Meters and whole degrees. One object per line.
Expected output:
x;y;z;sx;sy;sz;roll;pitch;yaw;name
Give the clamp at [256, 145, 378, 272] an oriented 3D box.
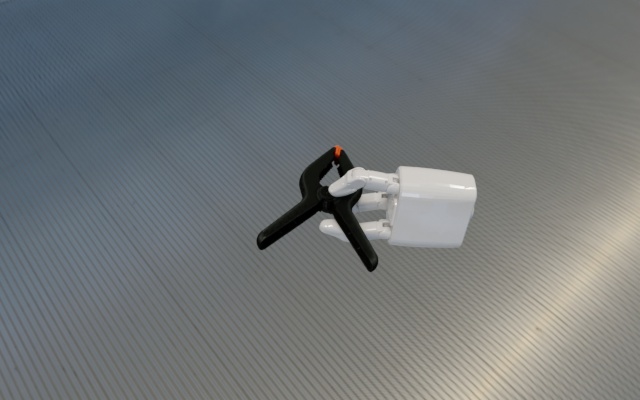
0.000;0.001;0.689;0.164;0.209;0.036;7;-38;-3;clamp
